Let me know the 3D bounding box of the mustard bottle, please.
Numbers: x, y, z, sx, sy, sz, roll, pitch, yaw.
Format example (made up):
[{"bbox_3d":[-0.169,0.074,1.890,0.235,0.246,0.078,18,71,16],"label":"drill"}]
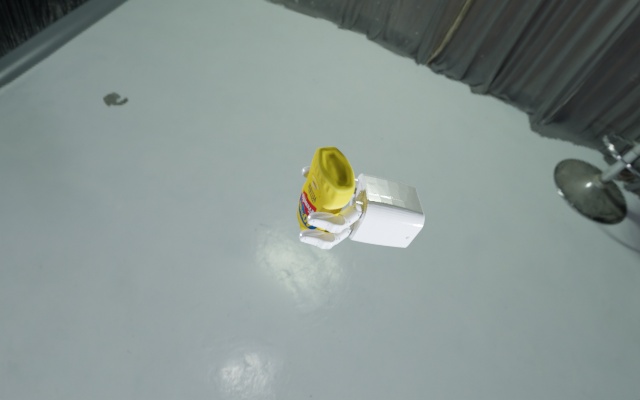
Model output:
[{"bbox_3d":[0.000,0.003,0.814,0.058,0.096,0.192,-10,-31,-24],"label":"mustard bottle"}]
